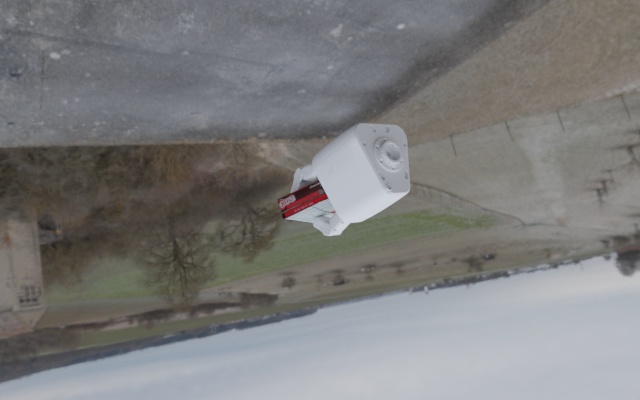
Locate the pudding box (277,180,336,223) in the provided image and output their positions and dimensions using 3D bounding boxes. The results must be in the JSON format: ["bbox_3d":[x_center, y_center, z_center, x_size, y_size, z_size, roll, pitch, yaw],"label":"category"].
[{"bbox_3d":[0.000,0.003,0.756,0.090,0.039,0.113,-24,-19,25],"label":"pudding box"}]
